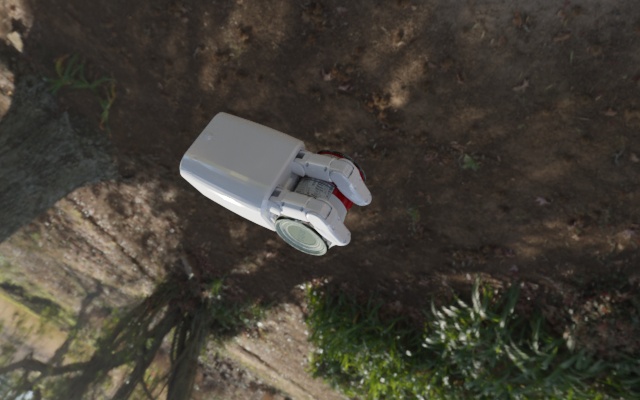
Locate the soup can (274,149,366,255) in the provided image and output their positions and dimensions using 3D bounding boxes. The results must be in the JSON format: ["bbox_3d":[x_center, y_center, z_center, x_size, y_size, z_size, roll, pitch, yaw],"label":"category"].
[{"bbox_3d":[0.000,0.002,0.541,0.068,0.102,0.068,23,-29,13],"label":"soup can"}]
